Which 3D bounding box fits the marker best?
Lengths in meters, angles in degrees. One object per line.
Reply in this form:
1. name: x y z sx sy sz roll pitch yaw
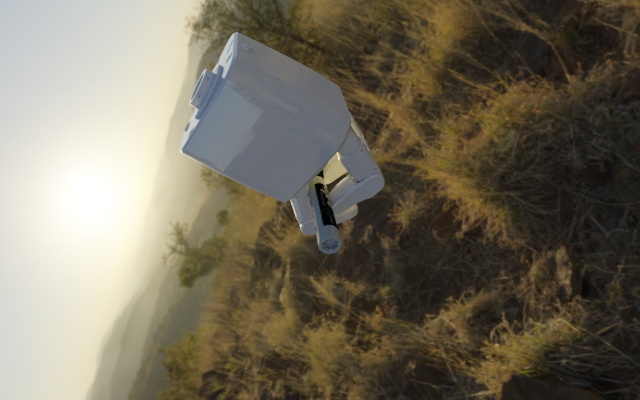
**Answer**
1. marker: 0.000 0.001 0.430 0.020 0.020 0.121 0 35 -9
